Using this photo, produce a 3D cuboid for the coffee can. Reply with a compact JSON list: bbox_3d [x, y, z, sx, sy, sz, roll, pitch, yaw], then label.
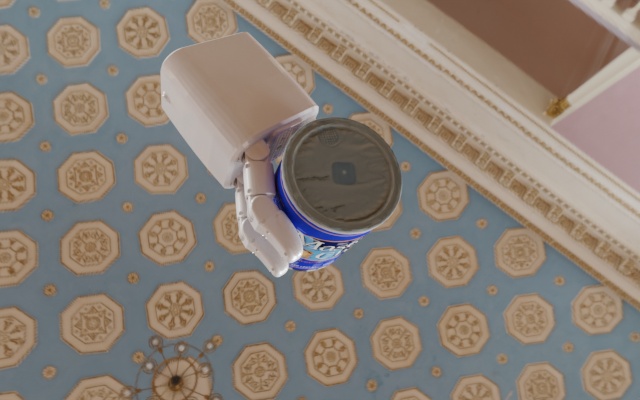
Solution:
[{"bbox_3d":[0.000,0.002,0.447,0.103,0.102,0.140,0,-21,-18],"label":"coffee can"}]
